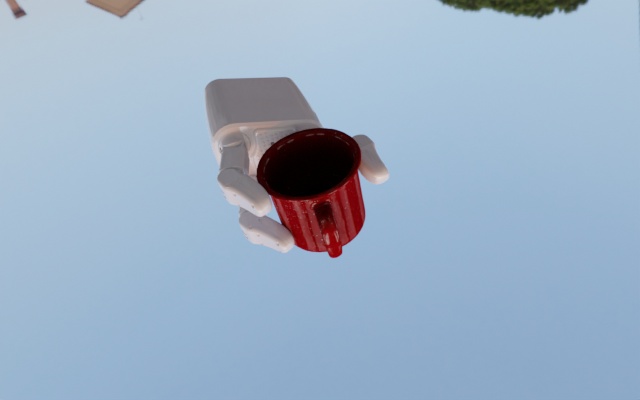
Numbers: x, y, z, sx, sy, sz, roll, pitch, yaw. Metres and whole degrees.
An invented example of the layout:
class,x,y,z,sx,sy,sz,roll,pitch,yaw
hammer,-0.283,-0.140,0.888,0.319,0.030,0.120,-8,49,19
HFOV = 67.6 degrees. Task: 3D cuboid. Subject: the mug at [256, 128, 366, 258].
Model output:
class,x,y,z,sx,sy,sz,roll,pitch,yaw
mug,0.001,0.002,0.431,0.093,0.082,0.117,-19,45,-3
